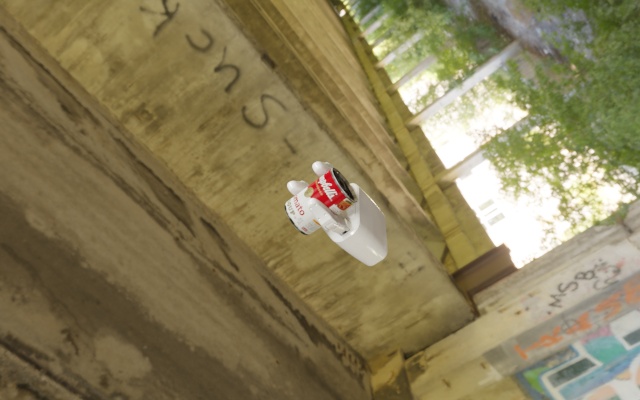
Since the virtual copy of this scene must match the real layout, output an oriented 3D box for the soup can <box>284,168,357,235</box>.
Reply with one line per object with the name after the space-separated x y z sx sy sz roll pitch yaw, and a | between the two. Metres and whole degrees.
0.000 0.003 0.785 0.102 0.068 0.068 -36 -11 16 | soup can
